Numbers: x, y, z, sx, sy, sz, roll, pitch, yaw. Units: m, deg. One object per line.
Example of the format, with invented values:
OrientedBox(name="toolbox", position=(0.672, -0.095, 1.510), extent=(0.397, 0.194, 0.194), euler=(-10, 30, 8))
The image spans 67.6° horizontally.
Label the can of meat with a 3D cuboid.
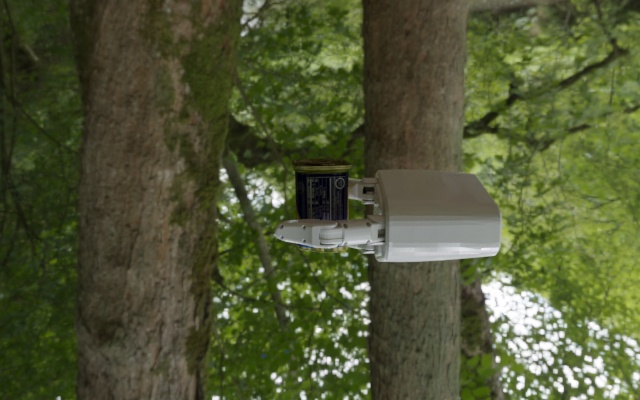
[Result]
OrientedBox(name="can of meat", position=(0.000, 0.002, 0.494), extent=(0.057, 0.084, 0.102), euler=(-1, 9, -3))
